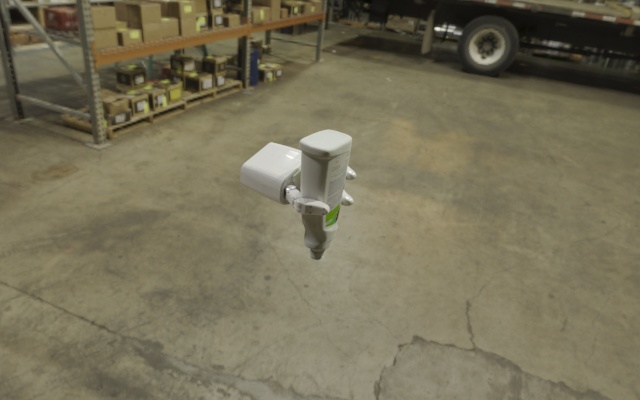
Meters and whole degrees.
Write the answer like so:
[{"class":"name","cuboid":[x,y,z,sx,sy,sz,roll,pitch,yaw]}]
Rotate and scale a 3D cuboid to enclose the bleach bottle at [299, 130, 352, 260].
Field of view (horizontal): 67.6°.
[{"class":"bleach bottle","cuboid":[0.000,0.003,0.880,0.068,0.251,0.102,22,32,27]}]
